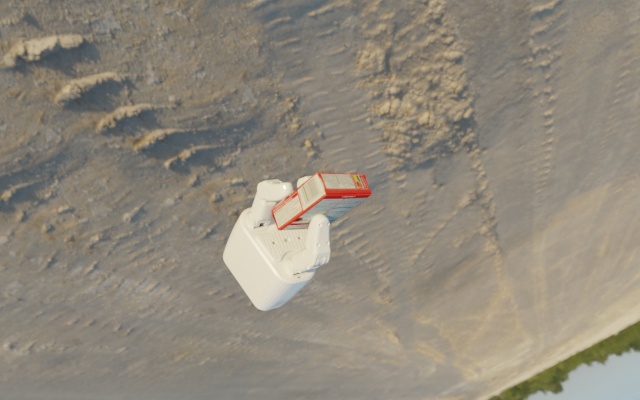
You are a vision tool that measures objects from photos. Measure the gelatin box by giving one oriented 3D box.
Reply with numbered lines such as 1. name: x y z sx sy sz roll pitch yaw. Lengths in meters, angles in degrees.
1. gelatin box: 0.000 0.002 0.527 0.073 0.030 0.089 -1 -26 -44
